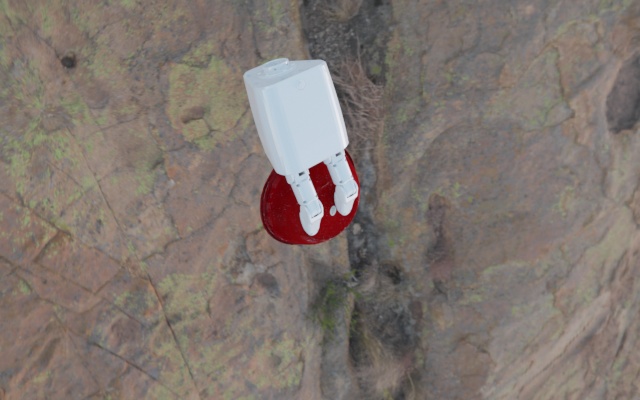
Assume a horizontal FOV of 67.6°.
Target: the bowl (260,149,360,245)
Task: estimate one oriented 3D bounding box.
[{"bbox_3d":[0.001,0.003,0.655,0.162,0.162,0.055,0,25,-40],"label":"bowl"}]
